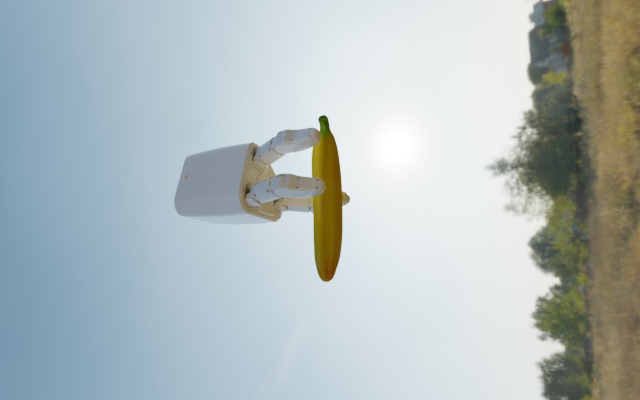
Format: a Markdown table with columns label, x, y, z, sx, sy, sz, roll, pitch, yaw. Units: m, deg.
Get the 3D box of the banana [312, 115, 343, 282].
| label | x | y | z | sx | sy | sz | roll | pitch | yaw |
| --- | --- | --- | --- | --- | --- | --- | --- | --- | --- |
| banana | 0.005 | -0.001 | 0.594 | 0.037 | 0.198 | 0.069 | -4 | -4 | 17 |
